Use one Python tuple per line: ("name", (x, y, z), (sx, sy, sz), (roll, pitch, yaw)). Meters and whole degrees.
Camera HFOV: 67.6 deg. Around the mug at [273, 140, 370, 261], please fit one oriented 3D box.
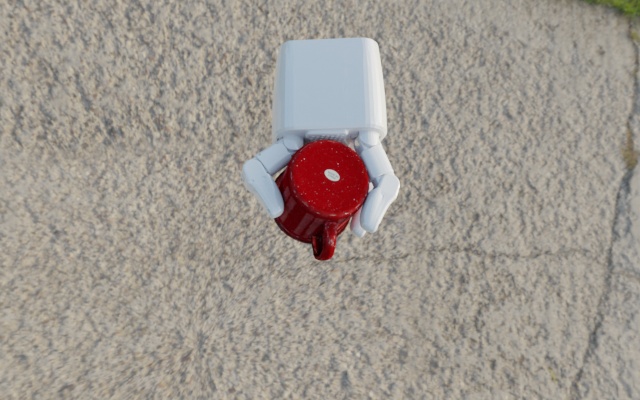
("mug", (0.000, 0.003, 0.479), (0.093, 0.117, 0.081), (3, -18, -14))
